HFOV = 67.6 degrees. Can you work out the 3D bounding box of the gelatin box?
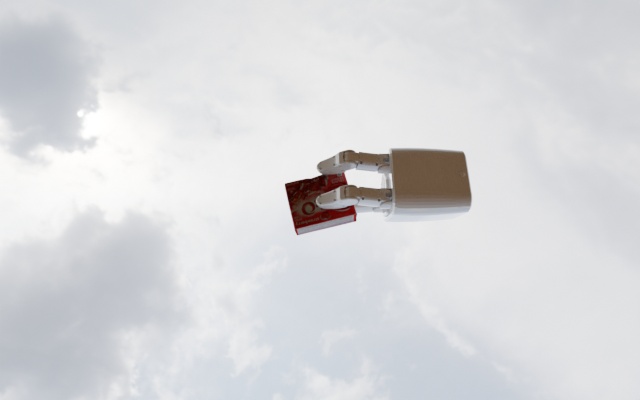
[{"bbox_3d":[0.000,0.002,0.671,0.089,0.073,0.030,-14,-25,-2],"label":"gelatin box"}]
